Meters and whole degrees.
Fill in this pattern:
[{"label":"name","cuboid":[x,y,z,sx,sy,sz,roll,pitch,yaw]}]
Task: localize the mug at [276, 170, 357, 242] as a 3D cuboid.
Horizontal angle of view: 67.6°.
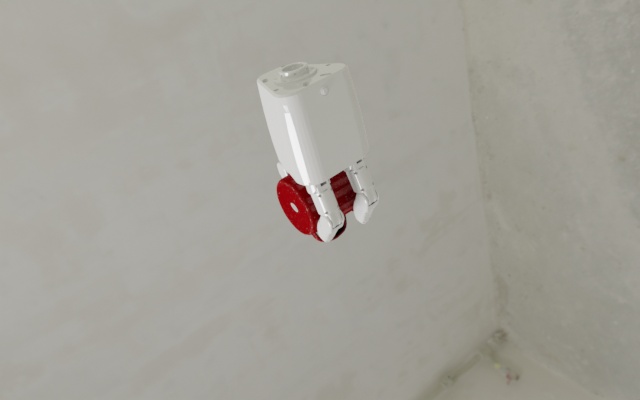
[{"label":"mug","cuboid":[0.000,0.003,0.624,0.081,0.117,0.093,-31,32,-24]}]
